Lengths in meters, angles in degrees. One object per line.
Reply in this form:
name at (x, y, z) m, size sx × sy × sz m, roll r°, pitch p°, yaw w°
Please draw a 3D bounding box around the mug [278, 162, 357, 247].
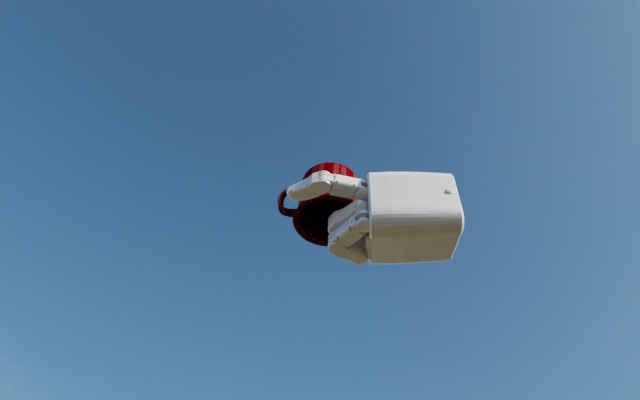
mug at (-0.001, 0.002, 0.652) m, size 0.117 × 0.093 × 0.081 m, roll 0°, pitch 42°, yaw 4°
